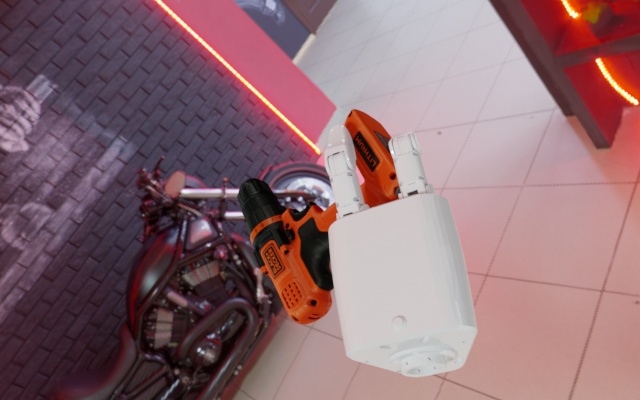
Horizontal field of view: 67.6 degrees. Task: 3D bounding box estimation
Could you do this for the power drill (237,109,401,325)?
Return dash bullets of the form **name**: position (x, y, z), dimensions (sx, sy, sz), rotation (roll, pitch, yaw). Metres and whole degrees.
- **power drill**: position (0.000, 0.001, 0.483), dimensions (0.057, 0.184, 0.188), rotation (13, -53, -50)
